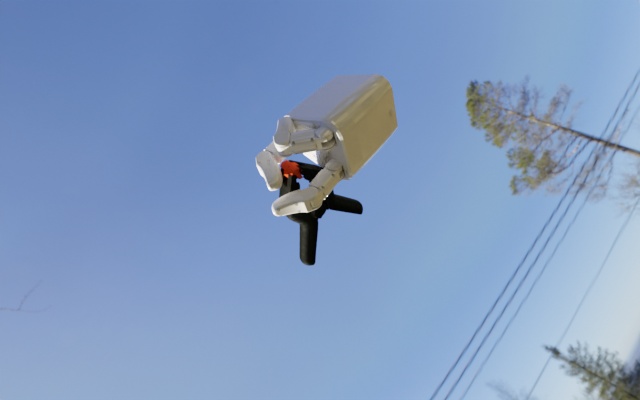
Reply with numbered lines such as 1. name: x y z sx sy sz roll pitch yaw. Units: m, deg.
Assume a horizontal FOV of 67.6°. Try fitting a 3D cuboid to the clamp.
1. clamp: 0.000 0.002 0.643 0.039 0.172 0.120 28 62 35
